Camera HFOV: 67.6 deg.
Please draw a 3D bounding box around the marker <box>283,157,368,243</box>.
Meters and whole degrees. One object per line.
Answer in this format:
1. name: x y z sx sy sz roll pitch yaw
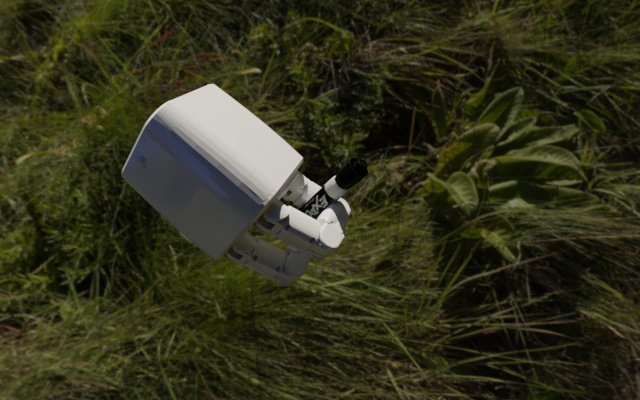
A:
1. marker: 0.000 0.001 0.414 0.020 0.020 0.121 0 -31 -40
